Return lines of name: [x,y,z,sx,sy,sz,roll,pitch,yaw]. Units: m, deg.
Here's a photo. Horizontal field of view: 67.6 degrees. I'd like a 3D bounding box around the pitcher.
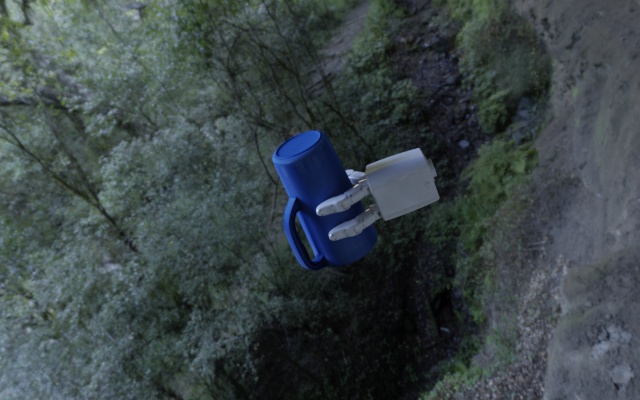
pitcher: [0.000,0.003,0.892,0.145,0.243,0.149,-19,29,13]
